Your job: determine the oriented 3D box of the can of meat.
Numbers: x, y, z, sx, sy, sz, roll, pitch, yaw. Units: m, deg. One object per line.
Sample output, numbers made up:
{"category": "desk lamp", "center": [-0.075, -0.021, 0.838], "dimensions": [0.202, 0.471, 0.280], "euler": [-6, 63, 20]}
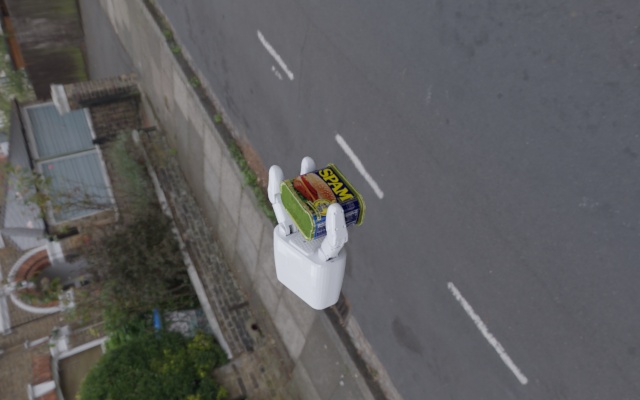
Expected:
{"category": "can of meat", "center": [0.000, 0.002, 0.676], "dimensions": [0.084, 0.057, 0.102], "euler": [-19, 49, -24]}
